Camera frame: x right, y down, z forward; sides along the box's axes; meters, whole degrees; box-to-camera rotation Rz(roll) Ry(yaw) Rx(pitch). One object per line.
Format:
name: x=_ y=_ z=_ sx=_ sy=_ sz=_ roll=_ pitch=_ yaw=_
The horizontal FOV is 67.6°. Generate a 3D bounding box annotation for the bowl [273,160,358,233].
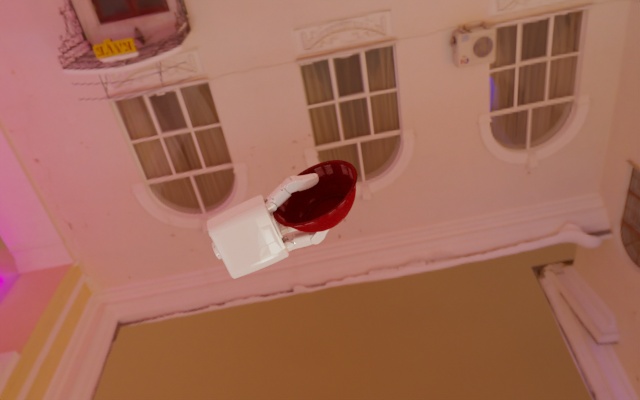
bowl: x=0.002 y=0.002 z=0.822 sx=0.162 sy=0.055 sz=0.162 roll=-22 pitch=34 yaw=16
